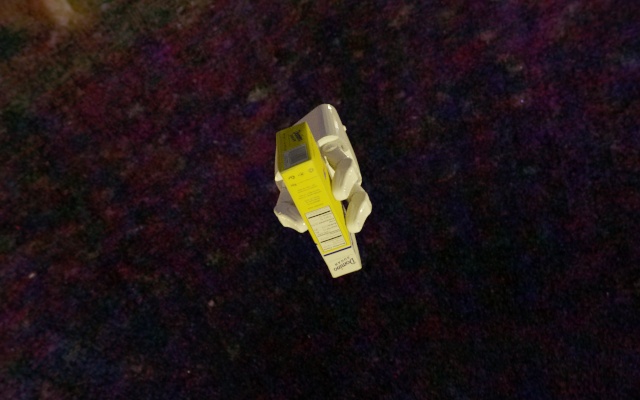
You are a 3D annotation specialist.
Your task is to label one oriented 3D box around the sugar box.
[{"bbox_3d":[0.001,0.002,0.588,0.048,0.176,0.093,-21,37,10],"label":"sugar box"}]
